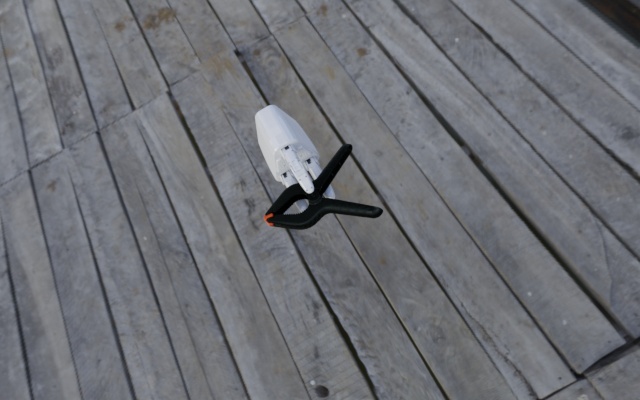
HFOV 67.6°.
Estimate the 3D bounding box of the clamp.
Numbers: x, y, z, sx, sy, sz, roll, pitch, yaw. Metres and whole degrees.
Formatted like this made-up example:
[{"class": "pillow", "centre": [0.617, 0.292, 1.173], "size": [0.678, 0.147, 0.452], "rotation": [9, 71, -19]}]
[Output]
[{"class": "clamp", "centre": [-0.001, 0.003, 0.865], "size": [0.210, 0.164, 0.036], "rotation": [-30, -32, 0]}]
